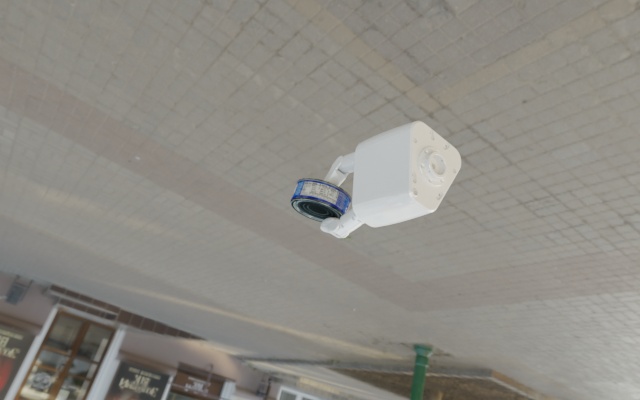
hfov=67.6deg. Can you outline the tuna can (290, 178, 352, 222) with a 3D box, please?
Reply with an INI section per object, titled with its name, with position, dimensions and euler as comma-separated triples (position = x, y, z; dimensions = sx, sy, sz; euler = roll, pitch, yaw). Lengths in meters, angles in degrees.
[tuna can]
position = 0.000, 0.003, 0.700
dimensions = 0.086, 0.033, 0.086
euler = 16, -20, 6
